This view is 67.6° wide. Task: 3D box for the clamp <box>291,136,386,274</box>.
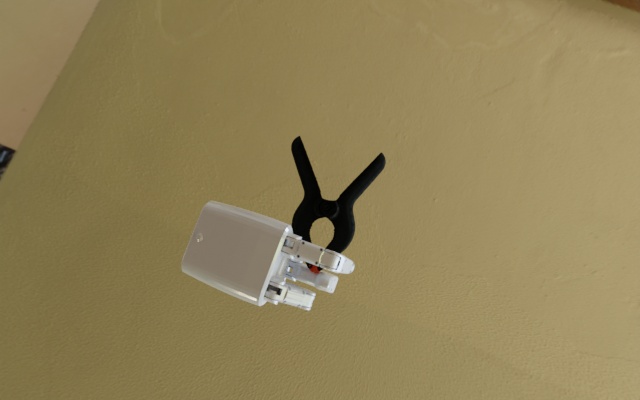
[{"bbox_3d":[0.000,0.002,0.600,0.120,0.171,0.039,20,-8,9],"label":"clamp"}]
